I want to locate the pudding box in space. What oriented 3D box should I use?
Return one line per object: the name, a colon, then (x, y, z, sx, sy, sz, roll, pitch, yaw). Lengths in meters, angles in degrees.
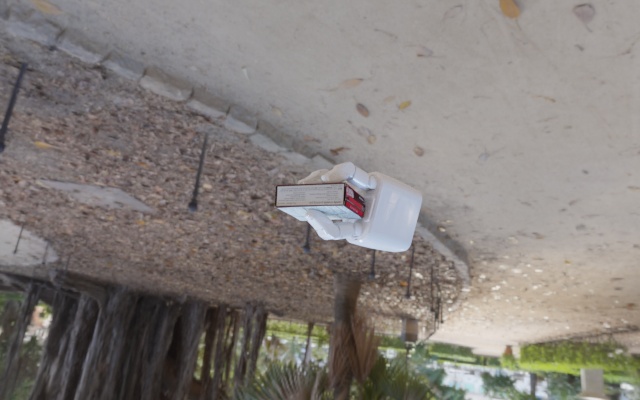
pudding box: (0.000, 0.003, 0.715, 0.113, 0.039, 0.090, -3, -16, 22)
